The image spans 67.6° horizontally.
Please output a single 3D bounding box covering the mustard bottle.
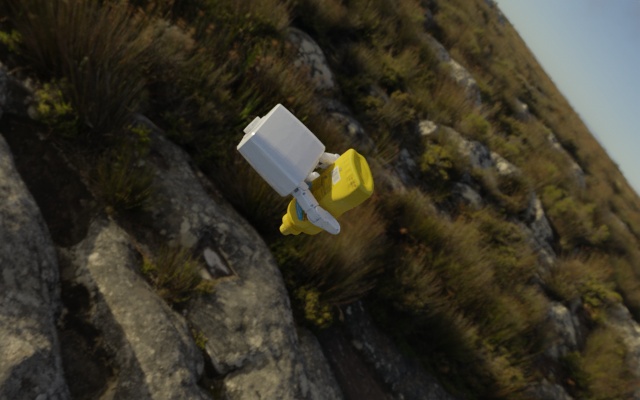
[{"bbox_3d":[0.001,0.003,0.803,0.058,0.096,0.192,31,-55,-35],"label":"mustard bottle"}]
